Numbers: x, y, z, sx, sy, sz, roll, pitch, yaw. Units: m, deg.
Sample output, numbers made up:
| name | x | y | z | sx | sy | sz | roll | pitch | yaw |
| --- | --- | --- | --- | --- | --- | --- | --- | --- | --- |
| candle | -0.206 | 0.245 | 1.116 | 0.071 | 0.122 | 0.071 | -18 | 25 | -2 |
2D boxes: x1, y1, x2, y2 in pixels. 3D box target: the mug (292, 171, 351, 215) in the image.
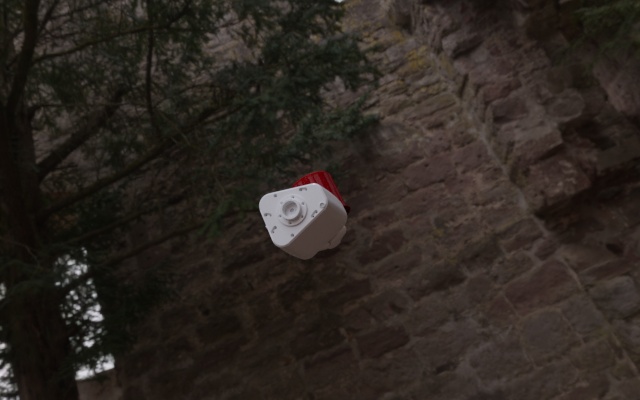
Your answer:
| name | x | y | z | sx | sy | sz | roll | pitch | yaw |
| --- | --- | --- | --- | --- | --- | --- | --- | --- | --- |
| mug | 0.001 | 0.003 | 0.890 | 0.093 | 0.081 | 0.117 | -29 | -21 | 9 |
